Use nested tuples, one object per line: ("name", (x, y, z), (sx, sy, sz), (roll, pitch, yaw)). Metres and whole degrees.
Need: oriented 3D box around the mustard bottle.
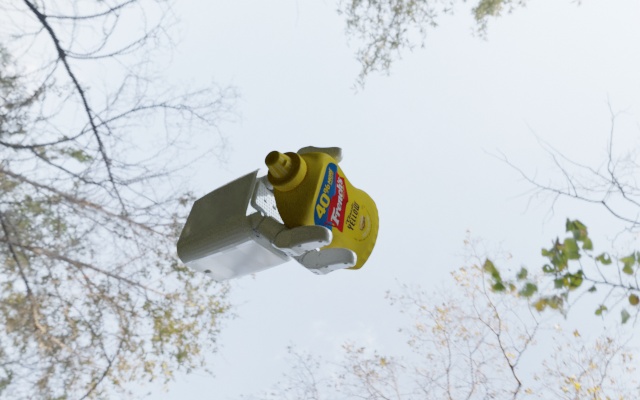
("mustard bottle", (0.001, 0.002, 0.530), (0.058, 0.096, 0.192), (2, -26, 35))
